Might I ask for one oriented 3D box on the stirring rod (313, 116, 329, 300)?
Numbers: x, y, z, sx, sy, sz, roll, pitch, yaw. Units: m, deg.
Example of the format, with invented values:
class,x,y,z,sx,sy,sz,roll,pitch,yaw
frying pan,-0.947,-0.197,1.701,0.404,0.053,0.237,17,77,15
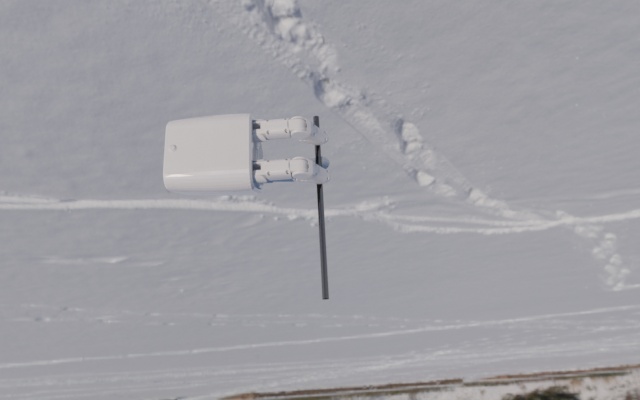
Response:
class,x,y,z,sx,sy,sz,roll,pitch,yaw
stirring rod,0.000,0.002,0.598,0.011,0.239,0.011,-3,-19,-1
